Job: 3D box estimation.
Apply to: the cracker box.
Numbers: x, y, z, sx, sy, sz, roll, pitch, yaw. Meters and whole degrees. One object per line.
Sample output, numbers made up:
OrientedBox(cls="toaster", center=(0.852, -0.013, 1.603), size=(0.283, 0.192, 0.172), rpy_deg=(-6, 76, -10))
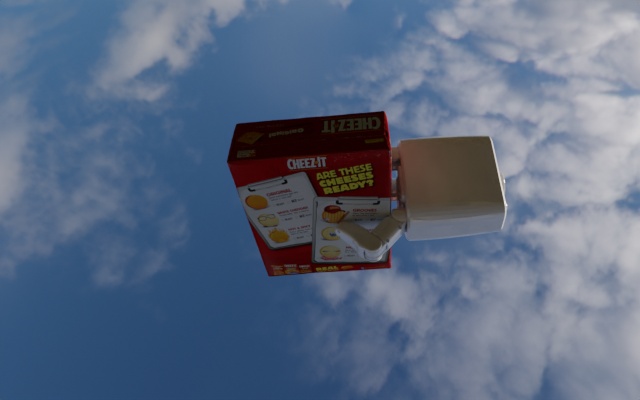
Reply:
OrientedBox(cls="cracker box", center=(0.000, 0.002, 0.562), size=(0.164, 0.072, 0.214), rpy_deg=(-4, -41, 5))
